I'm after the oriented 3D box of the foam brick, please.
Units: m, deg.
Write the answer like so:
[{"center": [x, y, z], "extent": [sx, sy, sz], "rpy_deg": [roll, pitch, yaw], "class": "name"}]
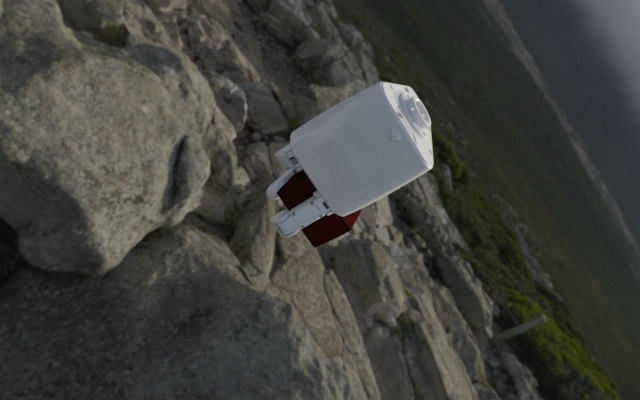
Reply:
[{"center": [0.000, 0.002, 0.526], "extent": [0.051, 0.078, 0.053], "rpy_deg": [-27, 13, 28], "class": "foam brick"}]
